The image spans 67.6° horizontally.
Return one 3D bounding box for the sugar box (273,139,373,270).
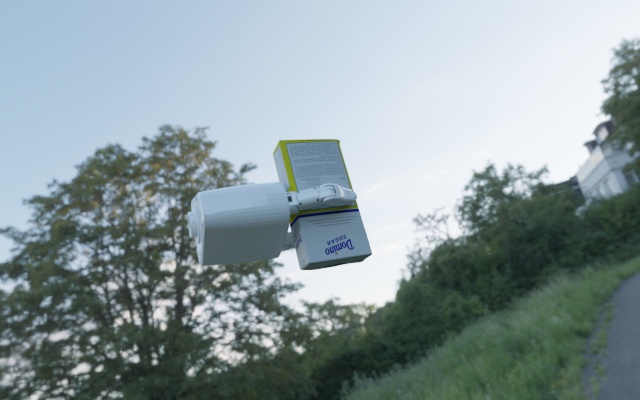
[{"bbox_3d":[0.000,0.002,0.646,0.093,0.176,0.048,-5,-20,-23],"label":"sugar box"}]
